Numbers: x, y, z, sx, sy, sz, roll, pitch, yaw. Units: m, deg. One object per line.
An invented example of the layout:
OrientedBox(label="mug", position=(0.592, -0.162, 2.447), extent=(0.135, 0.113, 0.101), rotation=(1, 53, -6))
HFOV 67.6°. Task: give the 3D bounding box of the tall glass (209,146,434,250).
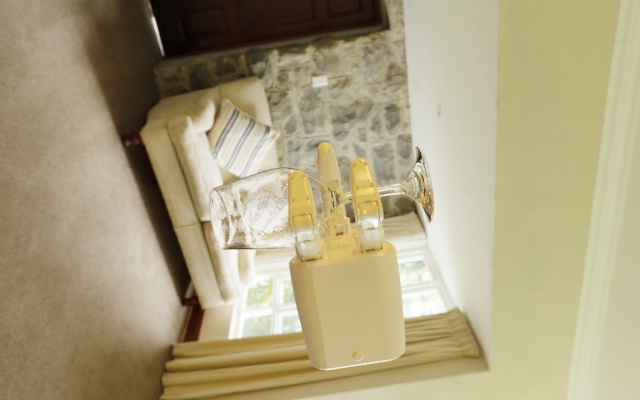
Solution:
OrientedBox(label="tall glass", position=(0.001, 0.001, 0.457), extent=(0.201, 0.079, 0.079), rotation=(-9, 0, 1))
